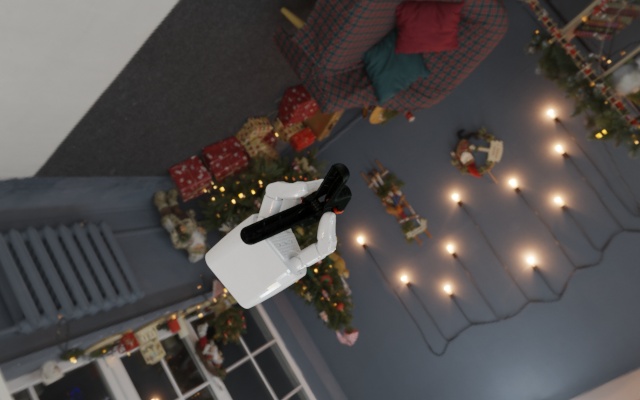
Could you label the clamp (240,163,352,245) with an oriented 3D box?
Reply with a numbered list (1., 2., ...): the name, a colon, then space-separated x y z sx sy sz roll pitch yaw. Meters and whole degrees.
1. clamp: 0.001 0.003 0.672 0.164 0.036 0.210 -35 -11 22
